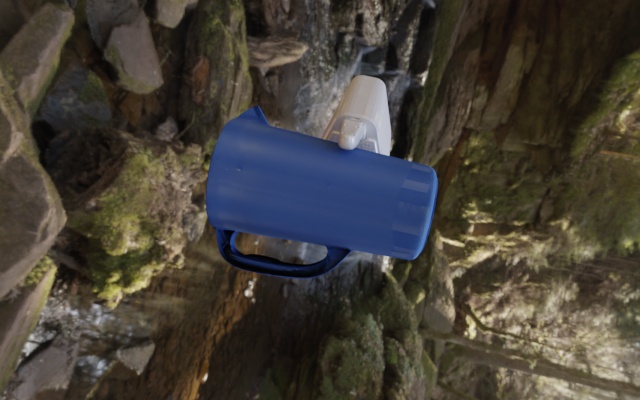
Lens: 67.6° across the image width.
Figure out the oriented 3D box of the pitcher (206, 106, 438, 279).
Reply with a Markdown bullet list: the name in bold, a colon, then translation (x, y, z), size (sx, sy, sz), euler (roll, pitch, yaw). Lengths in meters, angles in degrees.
- **pitcher**: translation (0.000, 0.002, 0.547), size (0.243, 0.149, 0.145), euler (12, 43, 6)
